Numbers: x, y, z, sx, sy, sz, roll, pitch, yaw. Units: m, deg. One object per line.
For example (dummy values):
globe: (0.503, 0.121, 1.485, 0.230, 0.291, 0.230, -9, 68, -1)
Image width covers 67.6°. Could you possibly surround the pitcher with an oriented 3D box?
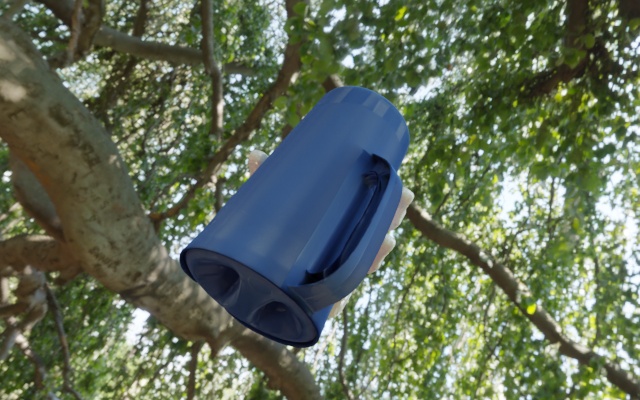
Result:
pitcher: (0.000, 0.002, 0.444, 0.149, 0.242, 0.145, 25, -33, 14)
